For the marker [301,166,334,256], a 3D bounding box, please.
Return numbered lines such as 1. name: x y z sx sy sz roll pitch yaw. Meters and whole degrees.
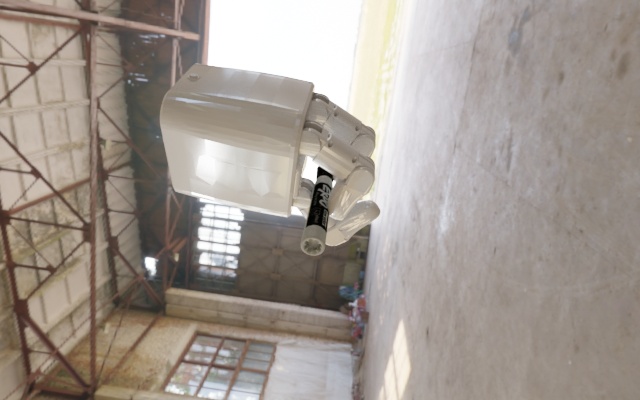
1. marker: 0.000 0.001 0.410 0.020 0.020 0.121 0 34 7
